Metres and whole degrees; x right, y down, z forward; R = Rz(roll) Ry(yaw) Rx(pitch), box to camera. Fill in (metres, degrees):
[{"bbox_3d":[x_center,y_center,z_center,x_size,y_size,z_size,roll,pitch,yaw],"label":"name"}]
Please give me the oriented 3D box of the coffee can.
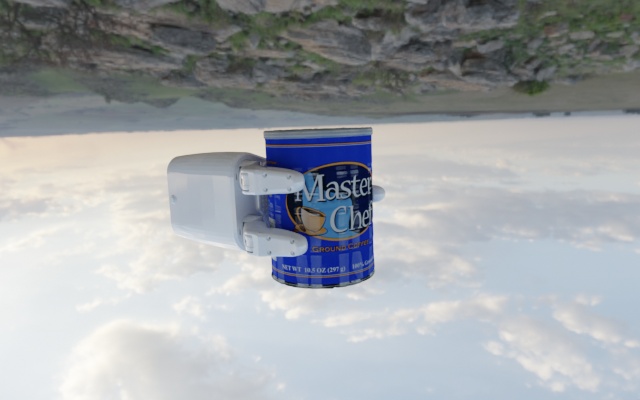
[{"bbox_3d":[0.000,0.001,0.460,0.103,0.140,0.103,-2,9,0],"label":"coffee can"}]
